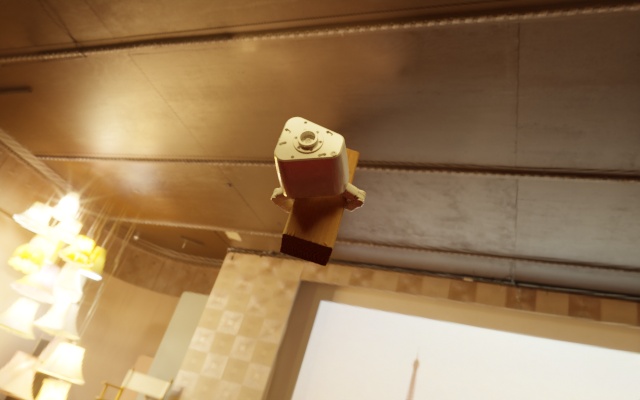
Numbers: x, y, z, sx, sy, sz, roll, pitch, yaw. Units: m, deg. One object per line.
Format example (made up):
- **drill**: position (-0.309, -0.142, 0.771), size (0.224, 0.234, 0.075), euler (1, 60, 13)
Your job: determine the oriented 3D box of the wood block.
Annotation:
- **wood block**: position (0.001, 0.003, 0.885), size (0.091, 0.206, 0.090), euler (18, -29, 1)
